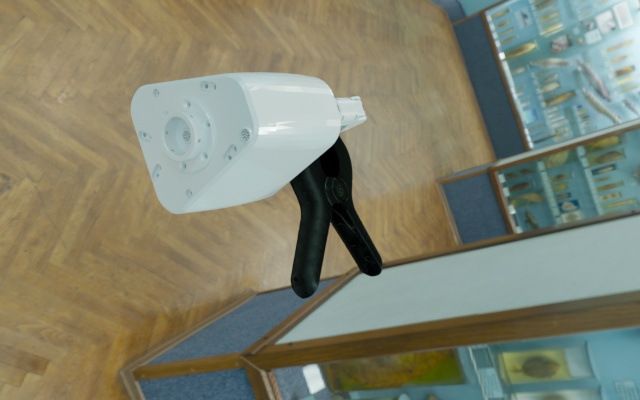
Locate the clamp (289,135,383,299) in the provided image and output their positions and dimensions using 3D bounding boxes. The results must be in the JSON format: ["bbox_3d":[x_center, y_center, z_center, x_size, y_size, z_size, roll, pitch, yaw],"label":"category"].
[{"bbox_3d":[0.001,0.001,0.424,0.039,0.171,0.120,-18,0,31],"label":"clamp"}]
